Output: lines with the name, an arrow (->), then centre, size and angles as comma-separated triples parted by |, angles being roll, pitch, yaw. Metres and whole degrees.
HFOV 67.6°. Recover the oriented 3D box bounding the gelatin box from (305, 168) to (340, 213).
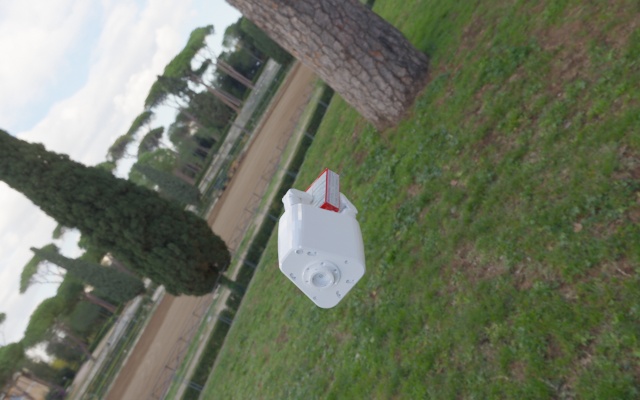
gelatin box -> 0.000, 0.002, 0.777 | 0.030, 0.089, 0.073 | 27, -52, -22
